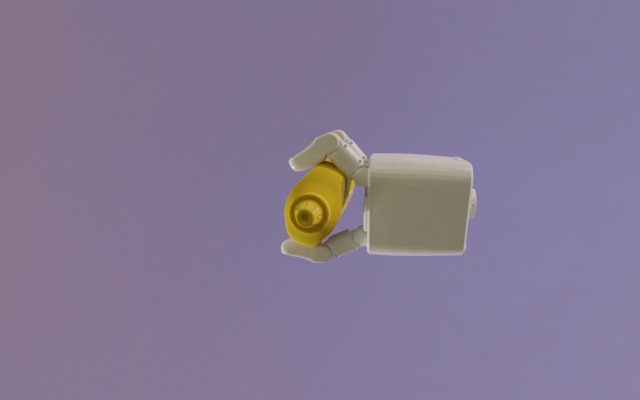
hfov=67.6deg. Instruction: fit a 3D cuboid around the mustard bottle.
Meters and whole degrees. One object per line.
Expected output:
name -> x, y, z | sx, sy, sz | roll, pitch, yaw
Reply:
mustard bottle -> 0.000, 0.002, 0.540 | 0.058, 0.096, 0.191 | 26, 12, 3
